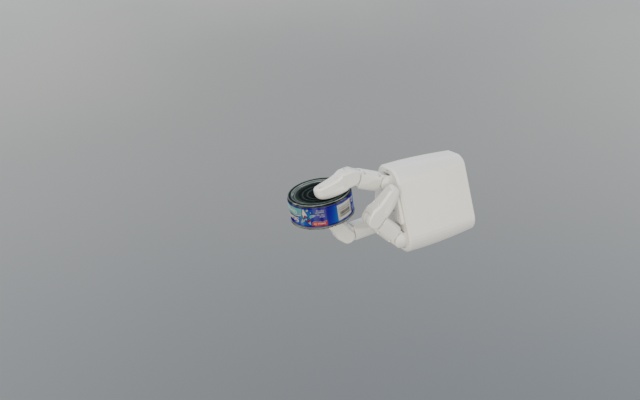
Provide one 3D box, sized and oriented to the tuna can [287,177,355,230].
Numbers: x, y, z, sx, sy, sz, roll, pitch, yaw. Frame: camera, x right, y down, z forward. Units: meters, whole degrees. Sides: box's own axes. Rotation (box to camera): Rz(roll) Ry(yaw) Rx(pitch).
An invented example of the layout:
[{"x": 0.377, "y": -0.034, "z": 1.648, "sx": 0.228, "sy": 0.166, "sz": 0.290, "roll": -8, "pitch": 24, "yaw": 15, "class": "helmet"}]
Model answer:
[{"x": 0.000, "y": 0.002, "z": 0.621, "sx": 0.086, "sy": 0.034, "sz": 0.086, "roll": -7, "pitch": 27, "yaw": 4, "class": "tuna can"}]
